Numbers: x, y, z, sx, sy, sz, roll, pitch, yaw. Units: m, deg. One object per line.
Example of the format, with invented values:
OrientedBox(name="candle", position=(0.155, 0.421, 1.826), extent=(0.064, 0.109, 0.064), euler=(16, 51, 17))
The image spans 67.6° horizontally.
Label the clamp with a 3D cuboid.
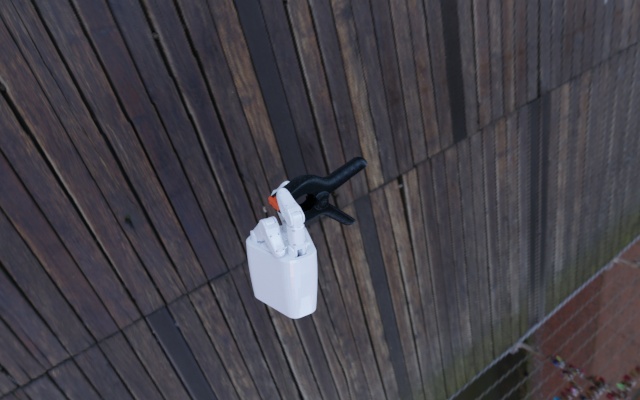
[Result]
OrientedBox(name="clamp", position=(0.000, 0.003, 0.751), extent=(0.171, 0.120, 0.039), euler=(-16, 28, -27))
